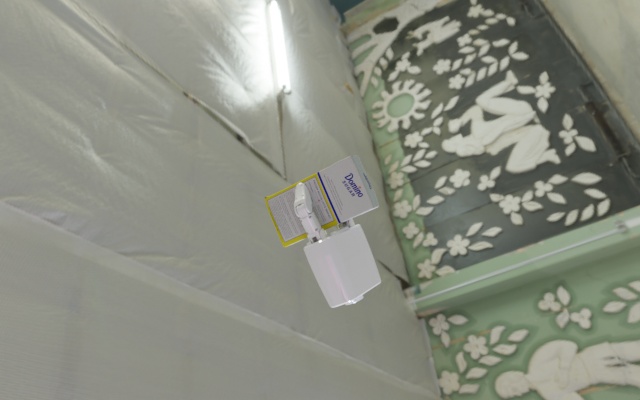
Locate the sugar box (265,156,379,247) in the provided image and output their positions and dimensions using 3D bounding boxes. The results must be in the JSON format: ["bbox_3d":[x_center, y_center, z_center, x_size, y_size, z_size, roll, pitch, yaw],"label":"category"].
[{"bbox_3d":[0.000,0.003,0.793,0.176,0.093,0.048,-24,-3,21],"label":"sugar box"}]
